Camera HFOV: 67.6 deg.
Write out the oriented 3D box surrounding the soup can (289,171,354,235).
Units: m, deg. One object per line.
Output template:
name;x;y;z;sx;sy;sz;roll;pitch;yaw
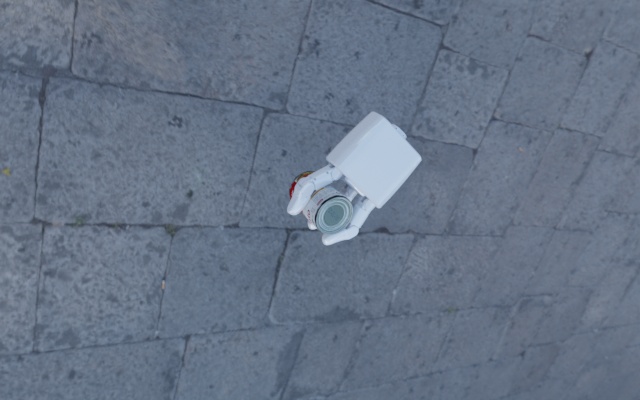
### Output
soup can;0.000;0.003;0.763;0.068;0.068;0.102;0;25;-29
